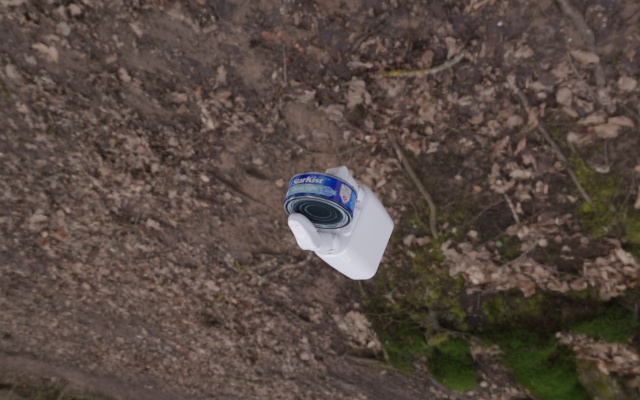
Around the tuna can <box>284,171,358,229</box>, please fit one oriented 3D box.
[{"bbox_3d":[0.000,0.002,0.575,0.086,0.033,0.086,11,-27,6],"label":"tuna can"}]
